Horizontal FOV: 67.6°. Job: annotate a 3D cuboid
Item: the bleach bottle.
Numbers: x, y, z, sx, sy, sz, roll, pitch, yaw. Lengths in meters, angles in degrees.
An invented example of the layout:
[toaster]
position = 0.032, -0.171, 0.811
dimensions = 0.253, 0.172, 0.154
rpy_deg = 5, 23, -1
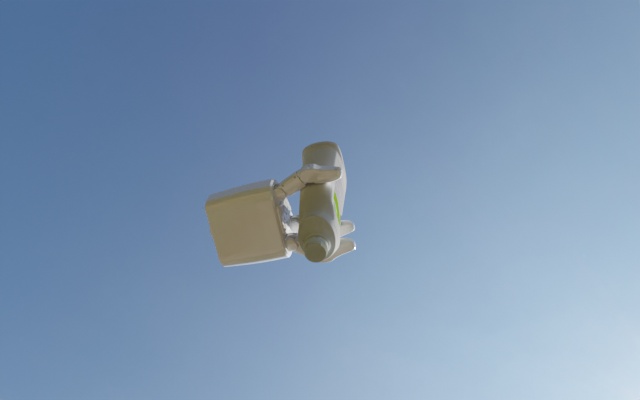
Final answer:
[bleach bottle]
position = 0.000, 0.002, 0.707
dimensions = 0.068, 0.103, 0.250
rpy_deg = -11, 26, 10
